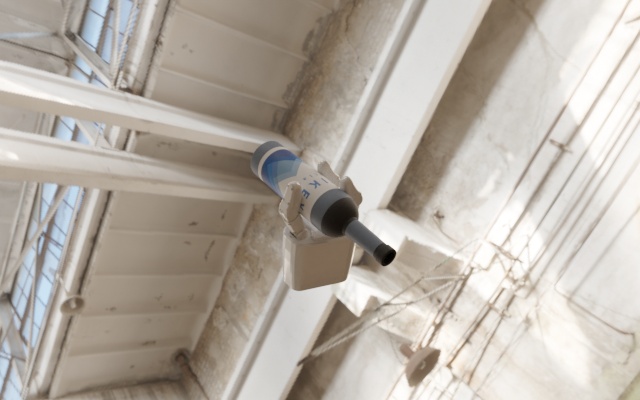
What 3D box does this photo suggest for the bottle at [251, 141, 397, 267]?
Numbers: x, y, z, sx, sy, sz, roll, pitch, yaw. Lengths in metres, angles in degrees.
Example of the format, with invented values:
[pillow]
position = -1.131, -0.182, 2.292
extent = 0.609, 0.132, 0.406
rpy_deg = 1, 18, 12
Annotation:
[bottle]
position = 0.000, 0.002, 0.711
extent = 0.069, 0.069, 0.295
rpy_deg = 0, 30, -44
